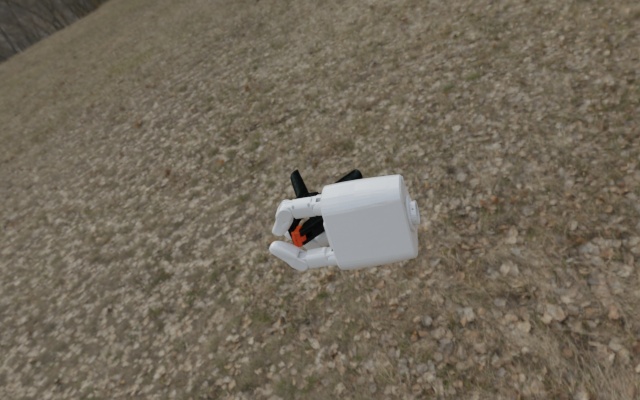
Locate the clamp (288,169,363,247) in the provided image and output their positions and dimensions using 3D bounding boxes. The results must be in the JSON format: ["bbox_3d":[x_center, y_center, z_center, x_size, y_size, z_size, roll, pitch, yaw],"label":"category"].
[{"bbox_3d":[0.000,0.002,0.724,0.120,0.039,0.171,-9,38,16],"label":"clamp"}]
